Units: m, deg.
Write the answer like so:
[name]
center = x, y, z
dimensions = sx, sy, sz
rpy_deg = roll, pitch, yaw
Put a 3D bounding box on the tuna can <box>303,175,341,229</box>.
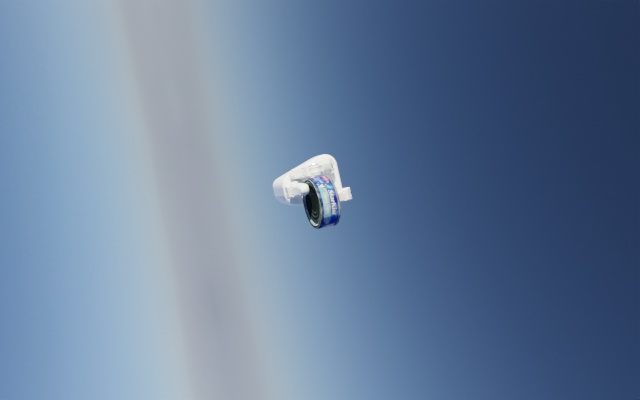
[tuna can]
center = 0.000, 0.003, 0.783
dimensions = 0.034, 0.086, 0.086
rpy_deg = -11, 4, -20
